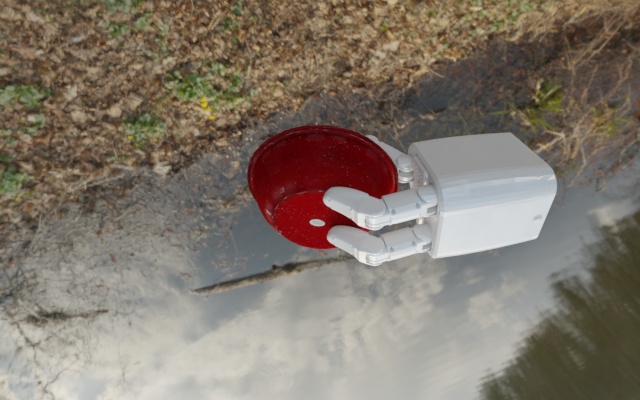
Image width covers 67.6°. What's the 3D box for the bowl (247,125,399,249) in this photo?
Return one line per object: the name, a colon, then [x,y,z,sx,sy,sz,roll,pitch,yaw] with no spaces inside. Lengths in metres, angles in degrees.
bowl: [-0.001,0.002,0.493,0.162,0.055,0.162,3,-42,3]
